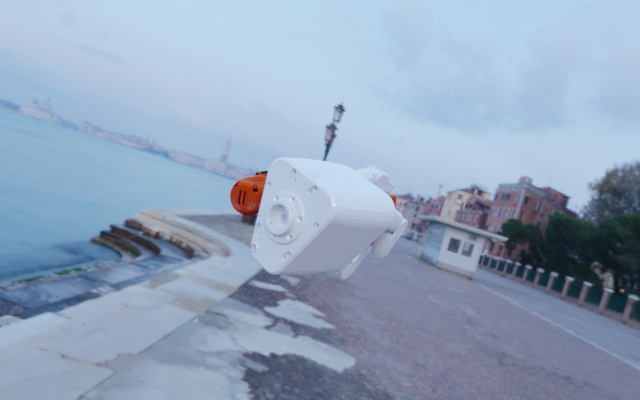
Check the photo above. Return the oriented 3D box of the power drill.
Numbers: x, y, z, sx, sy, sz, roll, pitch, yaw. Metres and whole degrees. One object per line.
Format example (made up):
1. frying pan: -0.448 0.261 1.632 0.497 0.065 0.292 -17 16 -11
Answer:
1. power drill: 0.000 0.002 0.633 0.187 0.057 0.184 12 13 20
